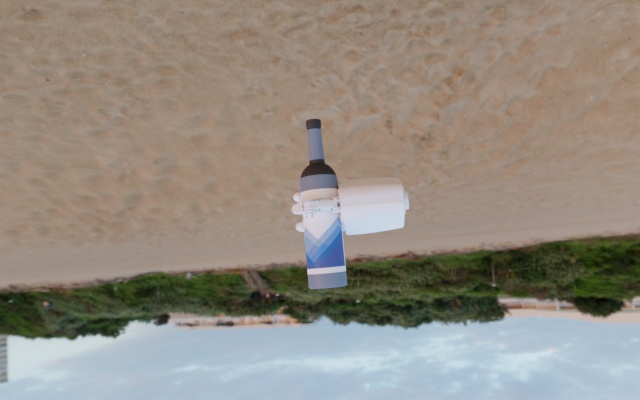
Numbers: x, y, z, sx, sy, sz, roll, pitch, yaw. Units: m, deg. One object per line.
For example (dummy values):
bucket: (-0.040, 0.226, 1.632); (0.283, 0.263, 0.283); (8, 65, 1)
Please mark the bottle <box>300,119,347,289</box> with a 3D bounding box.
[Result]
bottle: (0.000, 0.003, 0.837); (0.069, 0.295, 0.069); (-5, -7, -1)
